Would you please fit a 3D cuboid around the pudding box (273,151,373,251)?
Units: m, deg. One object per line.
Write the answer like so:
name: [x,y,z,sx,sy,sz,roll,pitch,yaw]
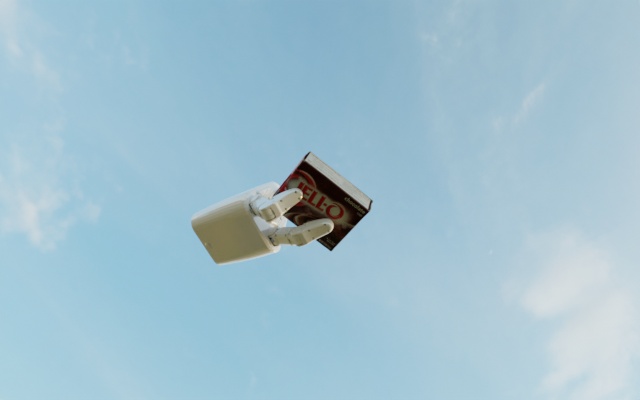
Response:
pudding box: [0.000,0.002,0.650,0.113,0.090,0.039,36,33,-7]
